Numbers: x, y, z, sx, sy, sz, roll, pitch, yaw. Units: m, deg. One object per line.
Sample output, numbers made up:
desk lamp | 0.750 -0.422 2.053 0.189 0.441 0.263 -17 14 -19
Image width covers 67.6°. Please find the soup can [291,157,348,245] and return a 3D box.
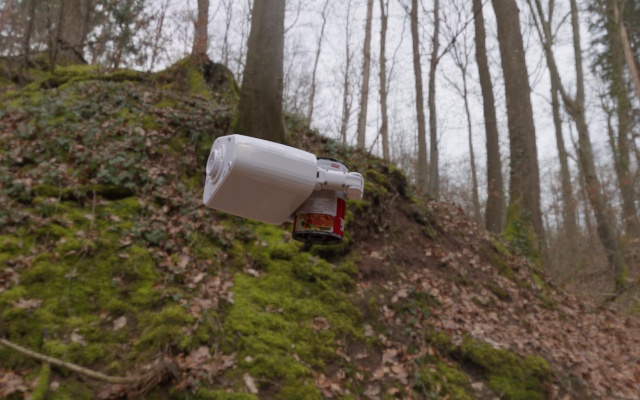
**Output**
soup can | 0.001 0.002 0.630 0.068 0.102 0.068 5 -17 1
